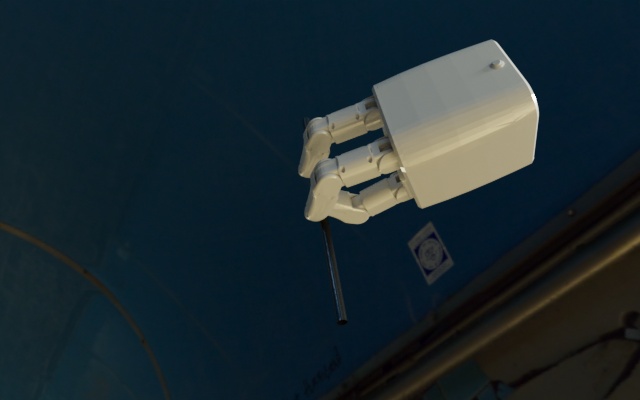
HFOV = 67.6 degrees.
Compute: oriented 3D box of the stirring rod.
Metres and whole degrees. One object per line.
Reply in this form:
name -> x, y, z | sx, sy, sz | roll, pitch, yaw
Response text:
stirring rod -> 0.000, 0.001, 0.426 | 0.011, 0.239, 0.011 | -5, -43, -5
